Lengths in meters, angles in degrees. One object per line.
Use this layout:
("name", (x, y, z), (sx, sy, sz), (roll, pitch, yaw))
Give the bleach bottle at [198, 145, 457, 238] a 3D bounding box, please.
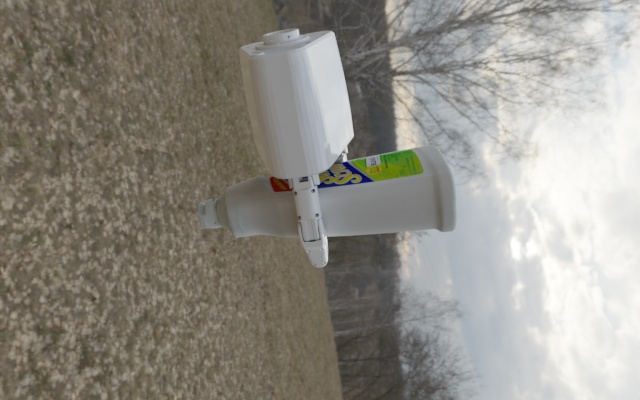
("bleach bottle", (0.000, 0.002, 0.482), (0.251, 0.068, 0.102), (-8, 26, 5))
